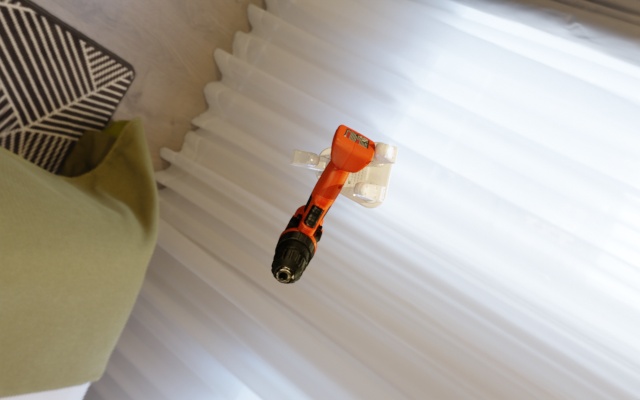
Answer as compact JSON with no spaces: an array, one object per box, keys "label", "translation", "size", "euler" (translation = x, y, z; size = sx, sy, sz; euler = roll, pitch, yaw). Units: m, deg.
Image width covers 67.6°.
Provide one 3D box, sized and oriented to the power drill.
[{"label":"power drill","translation":[0.000,0.002,0.623],"size":[0.057,0.188,0.184],"euler":[29,23,-5]}]
